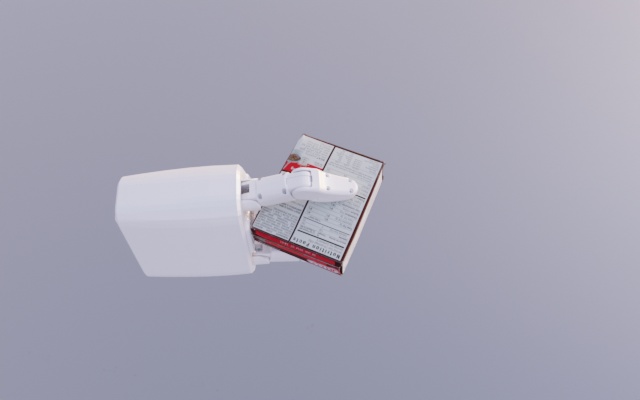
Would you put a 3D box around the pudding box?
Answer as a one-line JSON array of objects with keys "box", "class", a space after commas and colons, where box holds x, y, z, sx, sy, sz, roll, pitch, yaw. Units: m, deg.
[{"box": [0.000, 0.001, 0.446, 0.090, 0.113, 0.039, 21, -22, 11], "class": "pudding box"}]
